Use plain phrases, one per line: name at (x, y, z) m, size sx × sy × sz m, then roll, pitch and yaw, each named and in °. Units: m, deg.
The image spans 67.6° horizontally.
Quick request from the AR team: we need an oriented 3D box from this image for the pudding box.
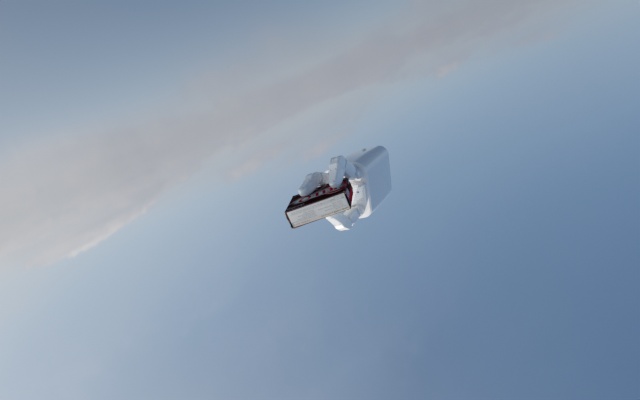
pudding box at (0.000, 0.003, 0.838) m, size 0.113 × 0.039 × 0.090 m, roll -21°, pitch 14°, yaw 12°
